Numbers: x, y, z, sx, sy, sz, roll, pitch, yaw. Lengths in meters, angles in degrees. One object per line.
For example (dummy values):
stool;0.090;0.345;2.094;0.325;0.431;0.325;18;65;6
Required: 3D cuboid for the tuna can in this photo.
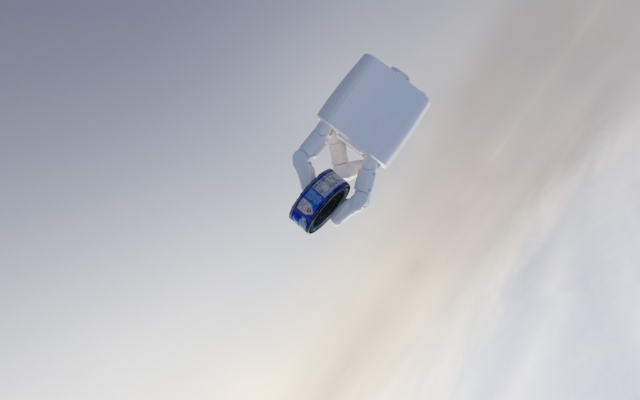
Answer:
tuna can;0.000;0.002;0.622;0.033;0.086;0.086;41;11;13
